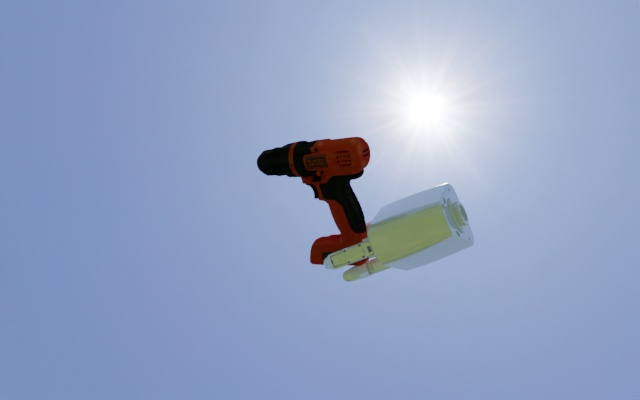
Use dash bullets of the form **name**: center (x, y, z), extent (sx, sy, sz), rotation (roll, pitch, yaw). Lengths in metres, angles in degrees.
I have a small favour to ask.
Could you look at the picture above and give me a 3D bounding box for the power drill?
- **power drill**: center (0.000, 0.003, 0.701), extent (0.184, 0.188, 0.057), rotation (-2, 23, 35)
